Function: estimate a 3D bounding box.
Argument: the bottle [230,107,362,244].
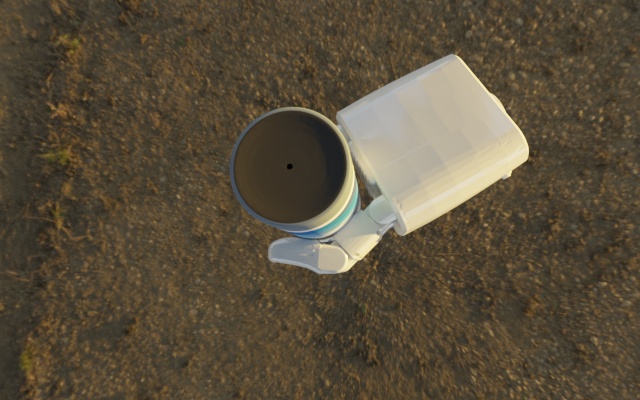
[{"bbox_3d":[0.000,0.001,0.400,0.069,0.069,0.296,0,-8,7],"label":"bottle"}]
